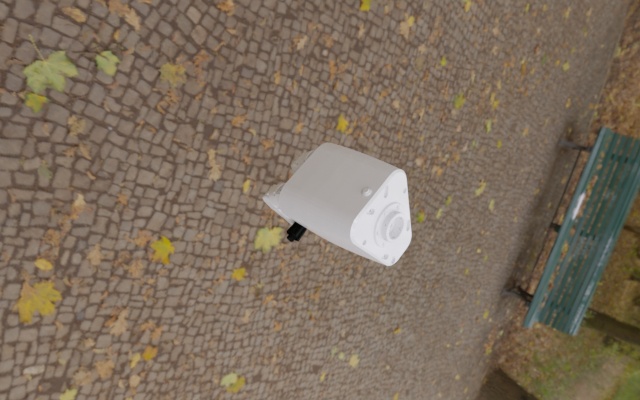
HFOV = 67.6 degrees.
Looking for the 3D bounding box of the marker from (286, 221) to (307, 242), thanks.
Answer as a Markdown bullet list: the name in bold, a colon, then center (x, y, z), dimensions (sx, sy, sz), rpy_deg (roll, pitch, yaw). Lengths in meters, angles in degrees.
- **marker**: center (0.000, 0.002, 0.577), dimensions (0.020, 0.121, 0.020), rpy_deg (35, -19, 14)
